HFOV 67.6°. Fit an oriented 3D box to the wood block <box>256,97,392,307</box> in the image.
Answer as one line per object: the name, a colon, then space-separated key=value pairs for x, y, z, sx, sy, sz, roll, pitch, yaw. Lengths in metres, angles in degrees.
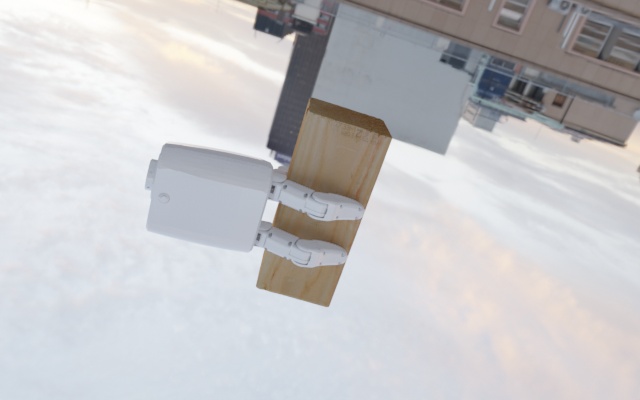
wood block: x=0.000 y=0.002 z=0.539 sx=0.090 sy=0.206 sz=0.090 roll=16 pitch=21 yaw=-6
